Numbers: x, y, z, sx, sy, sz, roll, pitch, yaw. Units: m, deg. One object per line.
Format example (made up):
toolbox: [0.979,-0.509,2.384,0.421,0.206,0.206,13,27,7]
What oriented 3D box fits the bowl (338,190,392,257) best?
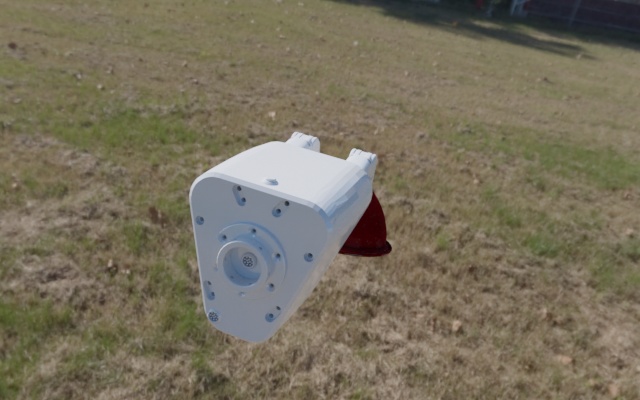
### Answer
bowl: [0.000,0.001,0.476,0.162,0.055,0.162,15,9,-2]
